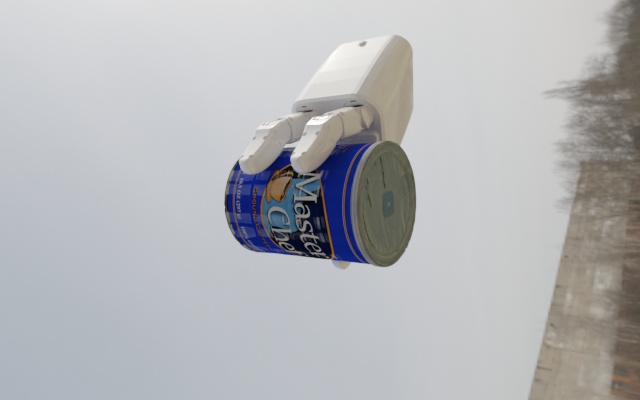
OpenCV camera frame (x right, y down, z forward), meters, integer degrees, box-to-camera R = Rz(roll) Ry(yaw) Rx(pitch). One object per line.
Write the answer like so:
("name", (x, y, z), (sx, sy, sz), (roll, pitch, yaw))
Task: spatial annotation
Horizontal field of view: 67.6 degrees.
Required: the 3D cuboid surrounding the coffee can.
("coffee can", (0.000, 0.002, 0.427), (0.140, 0.103, 0.103), (2, 1, 35))
